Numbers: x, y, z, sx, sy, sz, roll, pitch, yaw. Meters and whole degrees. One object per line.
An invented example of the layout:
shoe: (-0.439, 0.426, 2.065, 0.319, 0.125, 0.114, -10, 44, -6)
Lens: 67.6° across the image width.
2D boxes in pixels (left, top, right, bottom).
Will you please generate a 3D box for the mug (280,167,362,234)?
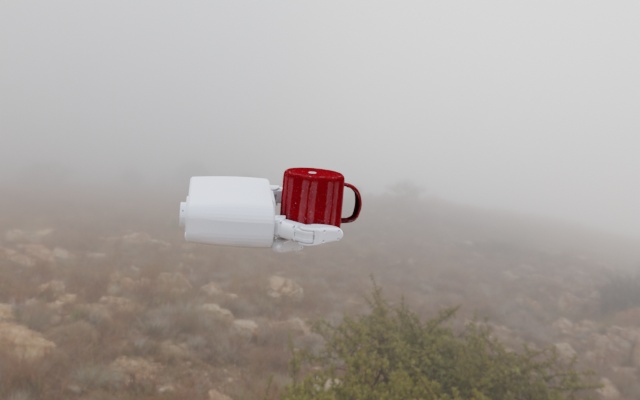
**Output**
mug: (0.002, 0.002, 0.638, 0.117, 0.081, 0.093, 2, 12, -15)
